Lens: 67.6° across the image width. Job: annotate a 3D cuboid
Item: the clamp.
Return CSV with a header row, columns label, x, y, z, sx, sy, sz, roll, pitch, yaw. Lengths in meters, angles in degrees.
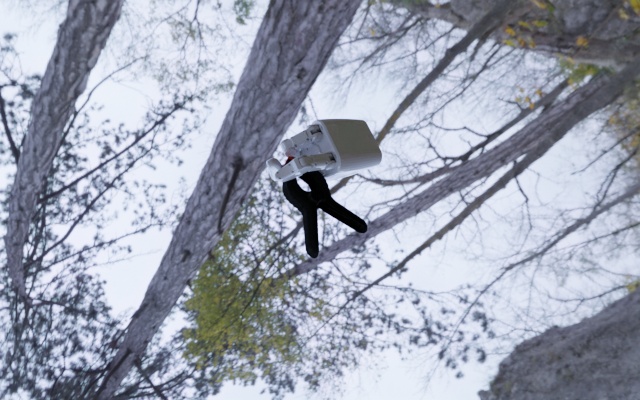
label,x,y,z,sx,sy,sz,roll,pitch,yaw
clamp,0.000,0.003,0.765,0.120,0.171,0.039,-11,-21,-38
